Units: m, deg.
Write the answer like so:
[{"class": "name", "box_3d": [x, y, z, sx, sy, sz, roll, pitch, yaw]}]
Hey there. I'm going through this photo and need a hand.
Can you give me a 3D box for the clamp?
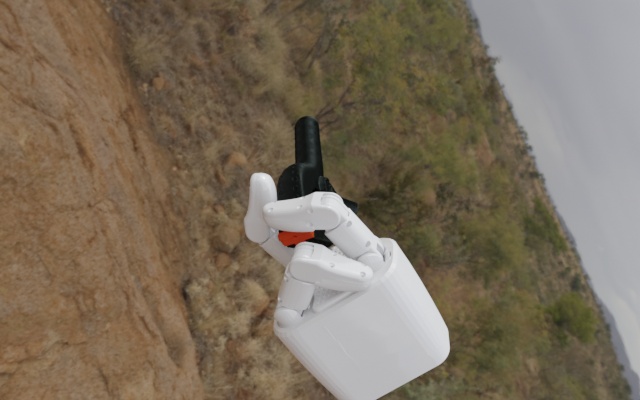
[{"class": "clamp", "box_3d": [0.001, 0.001, 0.448, 0.039, 0.120, 0.171, -25, 25, 24]}]
